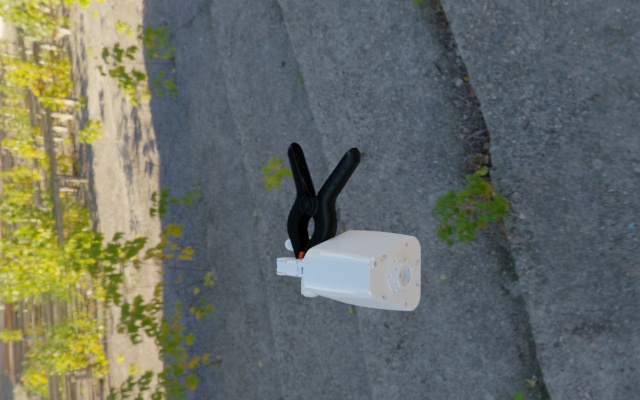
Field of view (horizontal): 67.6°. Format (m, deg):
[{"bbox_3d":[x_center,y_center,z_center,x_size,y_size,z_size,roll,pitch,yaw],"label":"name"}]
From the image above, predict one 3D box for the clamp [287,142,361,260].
[{"bbox_3d":[0.000,0.002,0.642,0.039,0.171,0.120,2,-2,-45],"label":"clamp"}]
